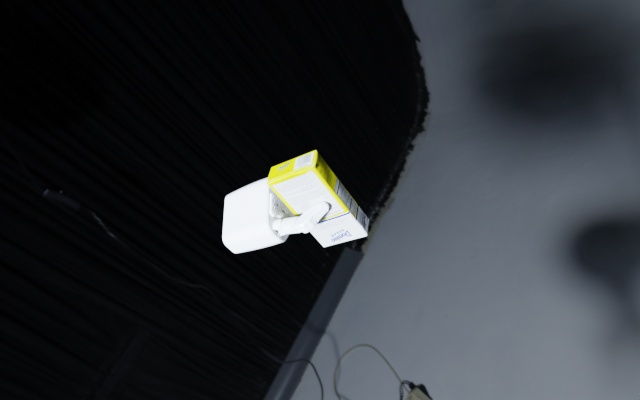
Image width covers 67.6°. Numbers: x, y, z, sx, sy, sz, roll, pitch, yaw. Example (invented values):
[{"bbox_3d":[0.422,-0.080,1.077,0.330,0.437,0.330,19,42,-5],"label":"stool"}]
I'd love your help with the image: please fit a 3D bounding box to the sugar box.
[{"bbox_3d":[0.000,0.002,0.799,0.093,0.048,0.176,-17,-48,28],"label":"sugar box"}]
